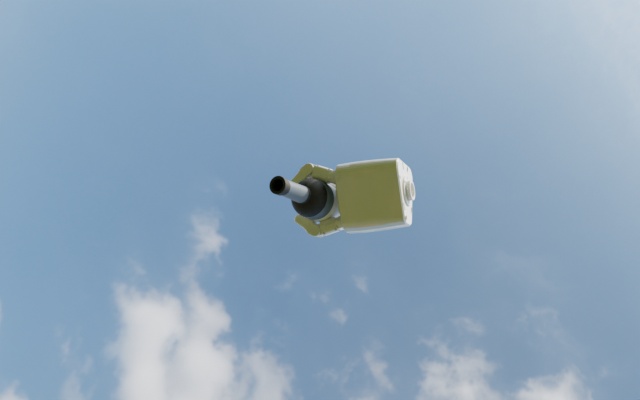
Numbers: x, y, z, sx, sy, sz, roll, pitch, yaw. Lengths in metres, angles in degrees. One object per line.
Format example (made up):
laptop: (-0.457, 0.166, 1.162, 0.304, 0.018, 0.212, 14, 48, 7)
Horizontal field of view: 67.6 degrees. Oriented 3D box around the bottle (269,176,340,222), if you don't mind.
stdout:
bottle: (0.000, 0.003, 0.817, 0.069, 0.069, 0.296, 0, -10, 25)
